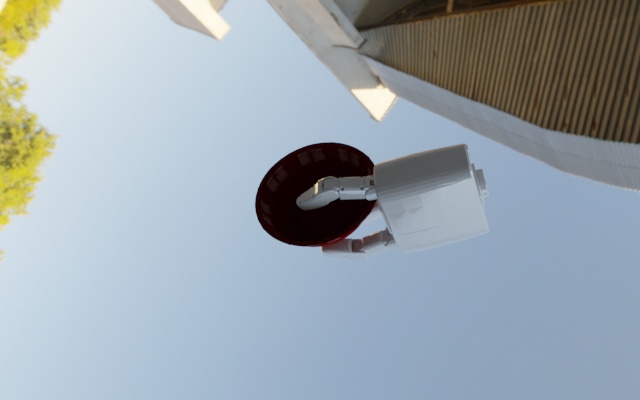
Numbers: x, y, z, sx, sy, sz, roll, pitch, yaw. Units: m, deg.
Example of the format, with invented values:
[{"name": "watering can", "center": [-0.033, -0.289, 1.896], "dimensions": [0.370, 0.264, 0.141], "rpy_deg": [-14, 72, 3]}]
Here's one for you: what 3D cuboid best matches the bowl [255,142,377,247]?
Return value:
[{"name": "bowl", "center": [-0.001, 0.002, 0.616], "dimensions": [0.162, 0.162, 0.055], "rpy_deg": [0, -36, 18]}]
